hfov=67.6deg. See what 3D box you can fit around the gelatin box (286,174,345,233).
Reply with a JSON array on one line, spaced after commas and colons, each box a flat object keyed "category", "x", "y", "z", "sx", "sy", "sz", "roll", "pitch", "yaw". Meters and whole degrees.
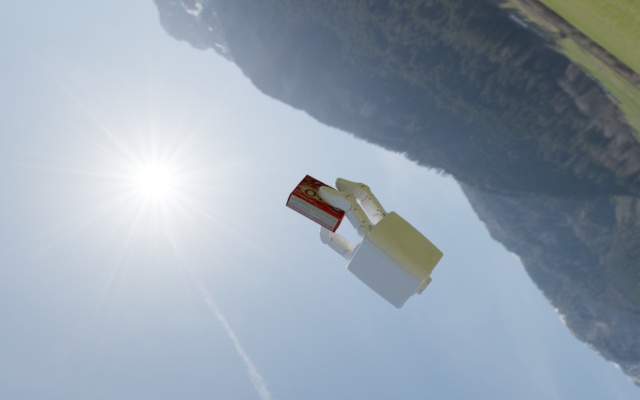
[{"category": "gelatin box", "x": 0.000, "y": 0.003, "z": 0.748, "sx": 0.089, "sy": 0.030, "sz": 0.073, "roll": 28, "pitch": 33, "yaw": 5}]
